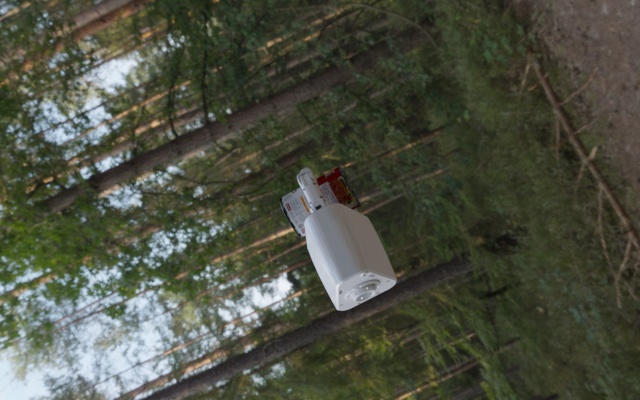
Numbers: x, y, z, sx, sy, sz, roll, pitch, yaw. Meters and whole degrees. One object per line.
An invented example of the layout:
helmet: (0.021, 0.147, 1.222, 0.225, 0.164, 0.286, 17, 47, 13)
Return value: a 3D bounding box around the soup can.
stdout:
soup can: (0.000, 0.002, 0.703, 0.102, 0.068, 0.068, -28, -3, 5)
